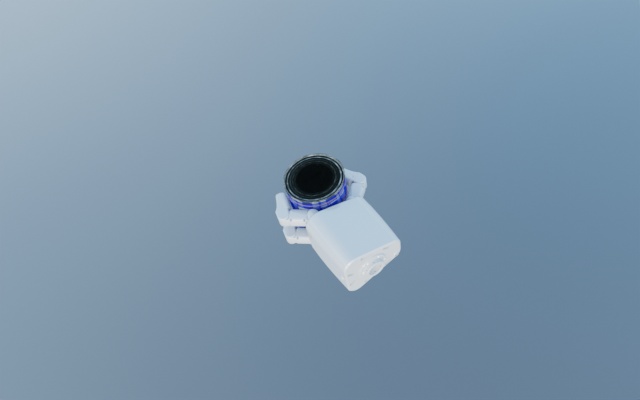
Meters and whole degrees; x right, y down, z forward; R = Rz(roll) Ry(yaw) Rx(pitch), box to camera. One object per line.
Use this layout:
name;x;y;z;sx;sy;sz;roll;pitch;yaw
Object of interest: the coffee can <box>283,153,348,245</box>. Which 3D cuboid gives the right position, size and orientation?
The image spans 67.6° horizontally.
coffee can;0.000;0.003;0.828;0.103;0.102;0.140;0;-36;11
